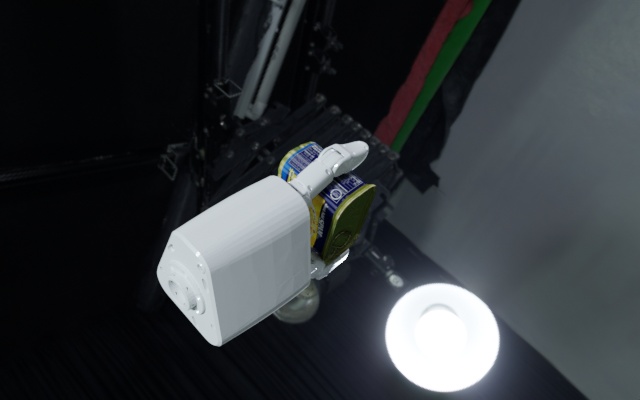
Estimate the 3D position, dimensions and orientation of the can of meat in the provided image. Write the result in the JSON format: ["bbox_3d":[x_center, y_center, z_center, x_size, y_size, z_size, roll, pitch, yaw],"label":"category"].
[{"bbox_3d":[0.000,0.001,0.489,0.084,0.102,0.057,40,53,21],"label":"can of meat"}]
